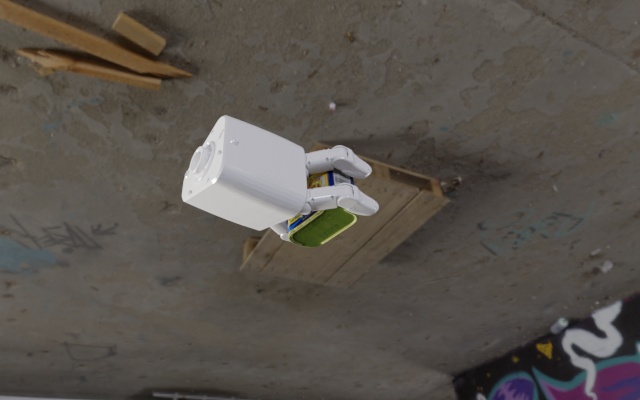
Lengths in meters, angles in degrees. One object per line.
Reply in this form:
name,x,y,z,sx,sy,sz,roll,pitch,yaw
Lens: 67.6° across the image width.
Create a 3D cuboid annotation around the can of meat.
can of meat,0.000,0.002,0.612,0.057,0.084,0.102,25,-46,-33
